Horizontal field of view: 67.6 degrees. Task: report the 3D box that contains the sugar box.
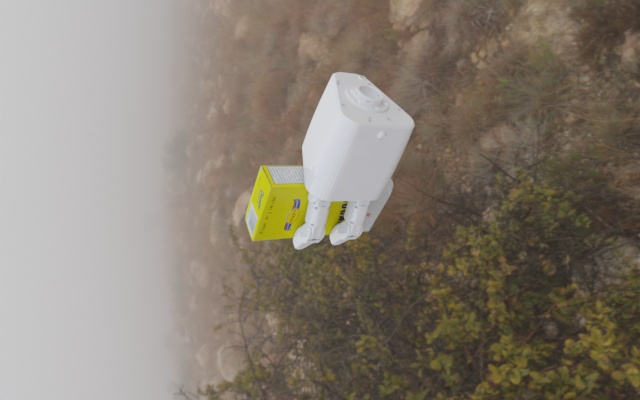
[{"bbox_3d":[0.000,0.002,0.606,0.176,0.093,0.048,-1,45,-28],"label":"sugar box"}]
